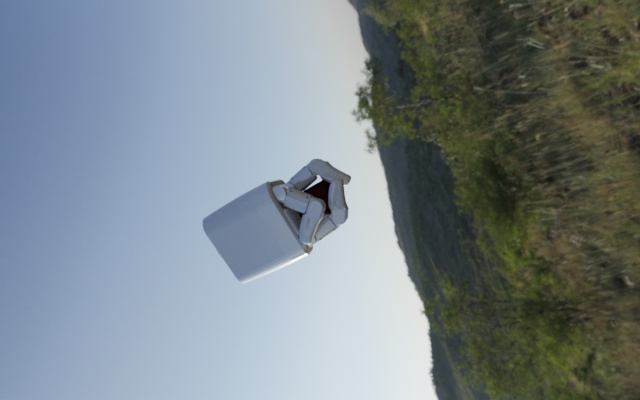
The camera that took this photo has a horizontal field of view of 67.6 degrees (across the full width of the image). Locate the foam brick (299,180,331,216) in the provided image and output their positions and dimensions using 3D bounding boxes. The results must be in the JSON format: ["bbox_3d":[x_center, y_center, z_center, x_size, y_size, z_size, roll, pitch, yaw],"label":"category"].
[{"bbox_3d":[0.000,0.002,0.680,0.051,0.053,0.078,-31,0,11],"label":"foam brick"}]
